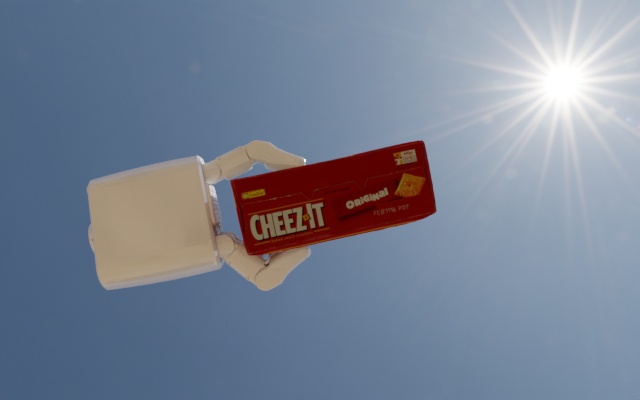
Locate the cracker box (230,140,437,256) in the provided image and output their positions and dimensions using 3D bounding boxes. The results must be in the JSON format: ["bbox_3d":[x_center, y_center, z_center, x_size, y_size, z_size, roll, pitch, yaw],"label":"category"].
[{"bbox_3d":[0.000,0.001,0.487,0.164,0.072,0.213,-13,1,-8],"label":"cracker box"}]
